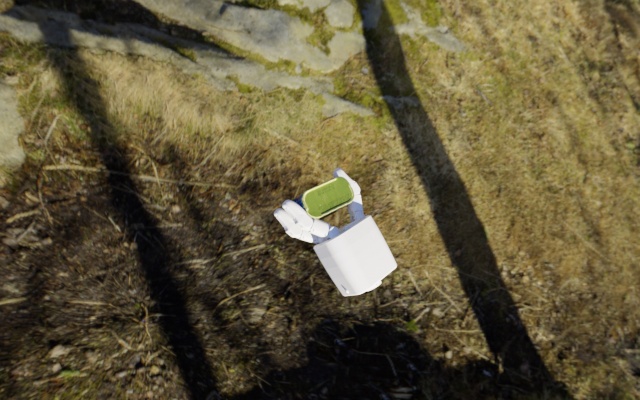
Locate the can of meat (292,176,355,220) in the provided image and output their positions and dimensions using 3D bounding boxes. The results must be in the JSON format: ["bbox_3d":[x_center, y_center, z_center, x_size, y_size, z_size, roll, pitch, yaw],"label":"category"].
[{"bbox_3d":[0.000,0.003,0.845,0.102,0.057,0.084,-26,-3,-24],"label":"can of meat"}]
